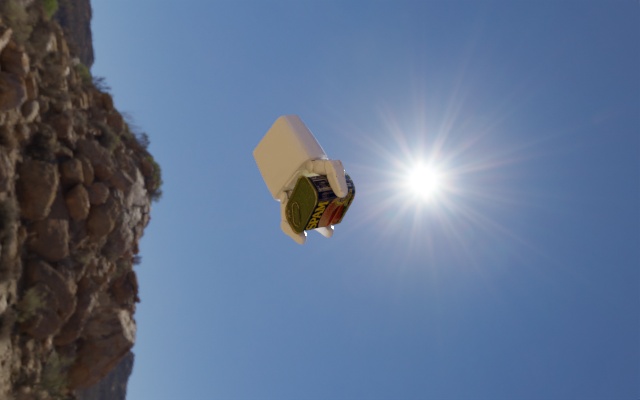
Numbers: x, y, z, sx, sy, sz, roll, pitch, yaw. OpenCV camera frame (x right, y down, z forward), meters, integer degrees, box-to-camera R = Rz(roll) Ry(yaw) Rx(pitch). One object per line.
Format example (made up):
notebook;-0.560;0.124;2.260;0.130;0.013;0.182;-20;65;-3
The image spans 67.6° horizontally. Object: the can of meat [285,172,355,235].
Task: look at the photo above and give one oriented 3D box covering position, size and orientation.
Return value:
can of meat;0.000;0.002;0.780;0.084;0.057;0.102;-10;-37;-34
